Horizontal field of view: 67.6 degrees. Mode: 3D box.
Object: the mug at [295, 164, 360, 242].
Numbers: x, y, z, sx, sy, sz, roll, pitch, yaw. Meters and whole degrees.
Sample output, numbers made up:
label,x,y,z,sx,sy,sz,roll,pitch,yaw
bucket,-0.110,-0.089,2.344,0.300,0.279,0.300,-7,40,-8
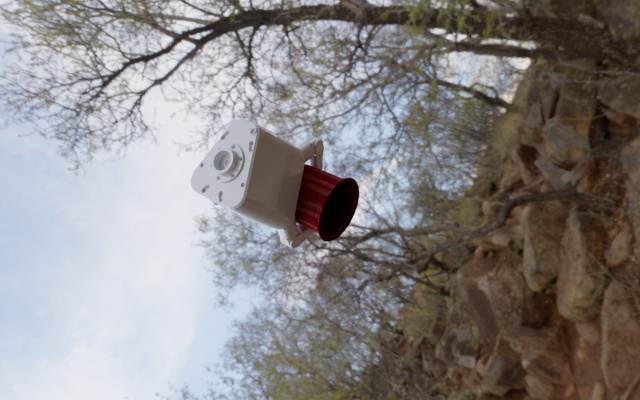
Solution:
label,x,y,z,sx,sy,sz,roll,pitch,yaw
mug,0.001,0.002,0.674,0.081,0.093,0.117,25,-4,31
